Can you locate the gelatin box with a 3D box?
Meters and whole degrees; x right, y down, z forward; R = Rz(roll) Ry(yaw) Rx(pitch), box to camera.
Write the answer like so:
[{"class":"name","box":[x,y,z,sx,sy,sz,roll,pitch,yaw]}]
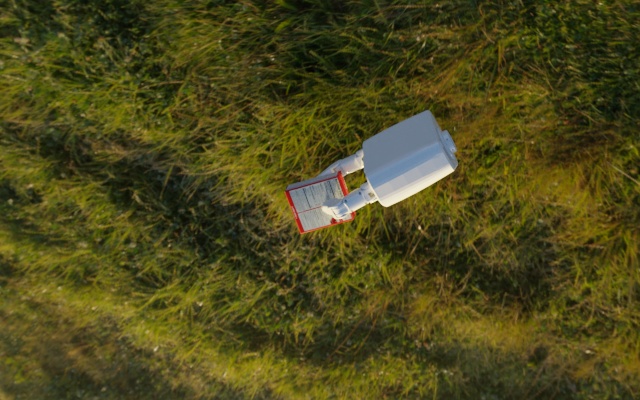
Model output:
[{"class":"gelatin box","box":[0.000,0.003,0.717,0.089,0.073,0.030,-16,19,13]}]
